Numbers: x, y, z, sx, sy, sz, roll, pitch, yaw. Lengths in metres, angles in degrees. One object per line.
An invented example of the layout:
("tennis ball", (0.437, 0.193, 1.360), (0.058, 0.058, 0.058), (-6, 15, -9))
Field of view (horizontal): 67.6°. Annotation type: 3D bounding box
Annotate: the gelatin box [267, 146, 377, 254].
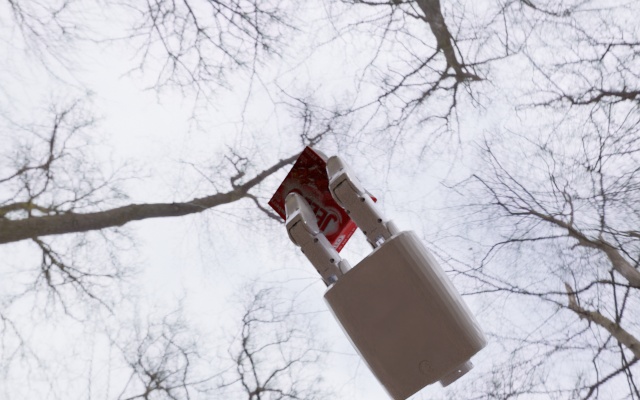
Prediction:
("gelatin box", (0.000, 0.001, 0.464), (0.089, 0.073, 0.030), (43, 16, 30))
